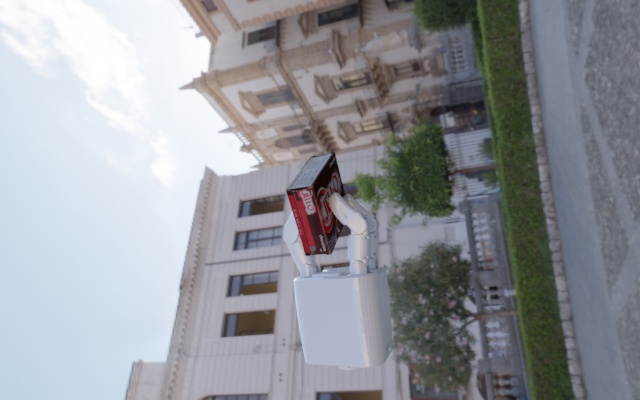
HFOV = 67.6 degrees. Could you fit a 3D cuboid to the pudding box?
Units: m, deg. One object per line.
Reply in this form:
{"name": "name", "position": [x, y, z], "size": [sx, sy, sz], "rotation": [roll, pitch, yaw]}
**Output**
{"name": "pudding box", "position": [0.000, 0.002, 0.592], "size": [0.039, 0.090, 0.113], "rotation": [-7, 24, 17]}
